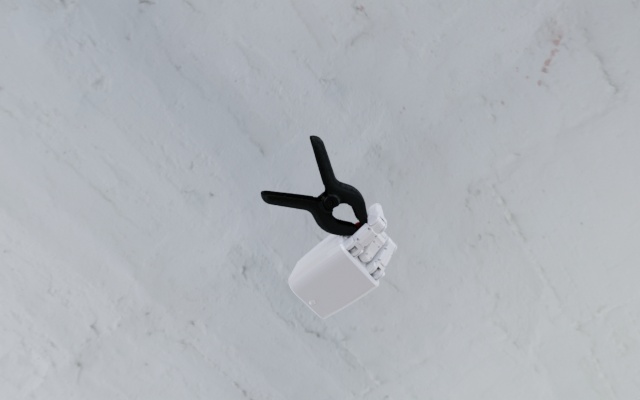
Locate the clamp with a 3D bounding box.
[{"bbox_3d":[0.000,0.002,0.702,0.120,0.171,0.039,-38,18,12],"label":"clamp"}]
